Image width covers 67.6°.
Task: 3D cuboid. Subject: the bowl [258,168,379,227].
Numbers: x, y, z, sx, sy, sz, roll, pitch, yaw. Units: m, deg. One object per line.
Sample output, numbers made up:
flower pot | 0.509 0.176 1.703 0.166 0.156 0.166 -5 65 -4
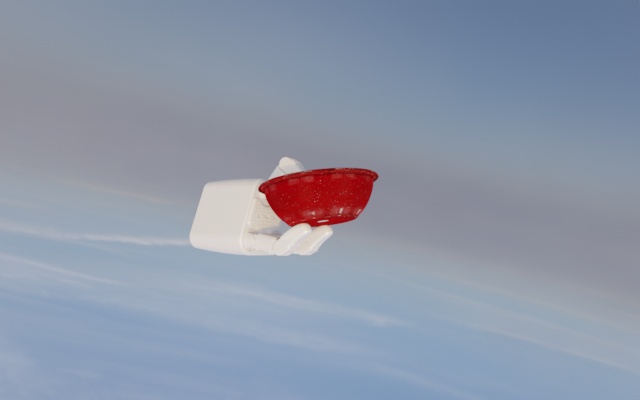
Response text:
bowl | 0.001 0.002 0.634 0.162 0.055 0.162 -6 -10 -1
